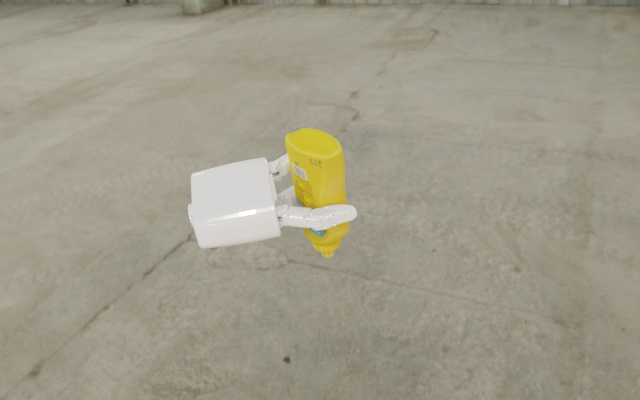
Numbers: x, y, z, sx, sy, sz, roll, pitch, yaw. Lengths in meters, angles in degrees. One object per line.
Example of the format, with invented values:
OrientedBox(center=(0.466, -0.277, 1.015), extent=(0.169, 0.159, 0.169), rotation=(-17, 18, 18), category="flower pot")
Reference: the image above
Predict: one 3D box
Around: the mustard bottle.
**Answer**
OrientedBox(center=(0.000, 0.002, 0.662), extent=(0.058, 0.192, 0.096), rotation=(-26, 38, -26), category="mustard bottle")
